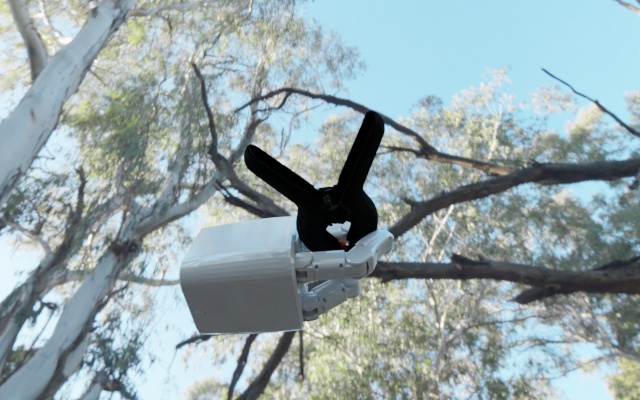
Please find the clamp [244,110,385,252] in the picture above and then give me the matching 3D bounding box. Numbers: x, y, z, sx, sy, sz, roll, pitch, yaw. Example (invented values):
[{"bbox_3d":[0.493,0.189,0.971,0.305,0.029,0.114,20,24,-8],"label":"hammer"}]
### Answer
[{"bbox_3d":[0.000,0.001,0.442,0.120,0.172,0.039,-5,37,2],"label":"clamp"}]
